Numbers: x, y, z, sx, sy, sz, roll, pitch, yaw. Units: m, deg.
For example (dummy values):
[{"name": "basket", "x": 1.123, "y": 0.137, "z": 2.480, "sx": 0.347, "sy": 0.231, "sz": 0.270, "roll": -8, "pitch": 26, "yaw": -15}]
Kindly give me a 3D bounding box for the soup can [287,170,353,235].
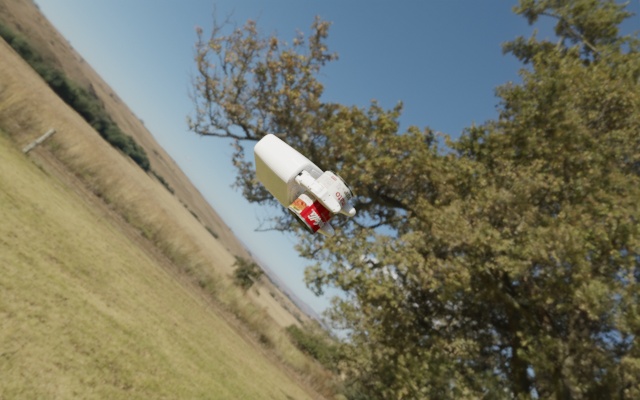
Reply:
[{"name": "soup can", "x": 0.001, "y": 0.003, "z": 0.858, "sx": 0.102, "sy": 0.068, "sz": 0.068, "roll": -43, "pitch": 9, "yaw": -10}]
